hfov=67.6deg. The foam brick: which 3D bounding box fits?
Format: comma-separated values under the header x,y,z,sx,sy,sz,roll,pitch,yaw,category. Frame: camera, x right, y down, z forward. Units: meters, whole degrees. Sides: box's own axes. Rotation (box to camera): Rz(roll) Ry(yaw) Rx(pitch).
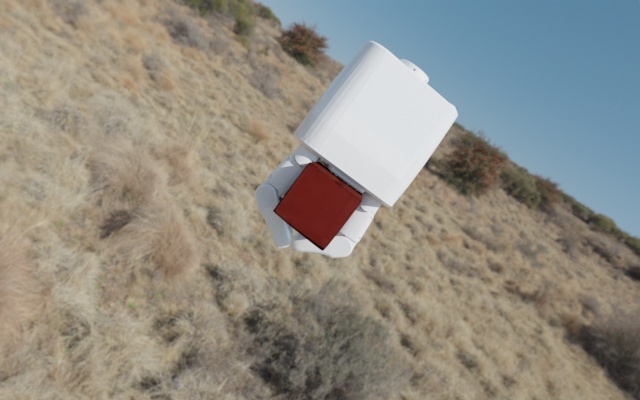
x,y,z,sx,sy,sz,roll,pitch,yaw,category
0.000,0.002,0.410,0.053,0.051,0.078,38,7,0,foam brick
